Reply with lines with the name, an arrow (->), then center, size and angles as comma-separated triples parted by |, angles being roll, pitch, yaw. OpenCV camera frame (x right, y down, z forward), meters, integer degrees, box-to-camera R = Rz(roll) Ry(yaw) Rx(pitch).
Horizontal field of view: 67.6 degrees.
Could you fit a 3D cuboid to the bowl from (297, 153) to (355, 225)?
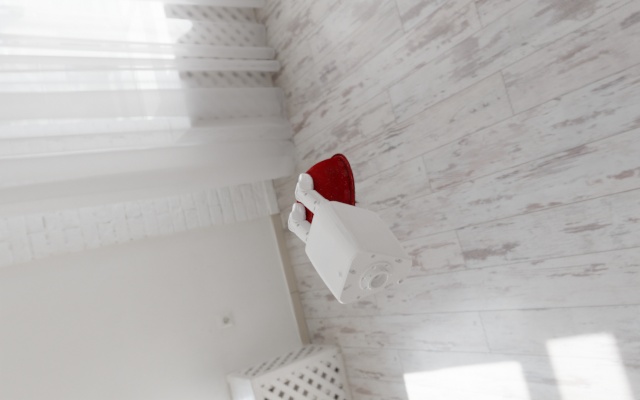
bowl -> -0.001, 0.002, 0.769 | 0.055, 0.162, 0.162 | 3, -1, -19
